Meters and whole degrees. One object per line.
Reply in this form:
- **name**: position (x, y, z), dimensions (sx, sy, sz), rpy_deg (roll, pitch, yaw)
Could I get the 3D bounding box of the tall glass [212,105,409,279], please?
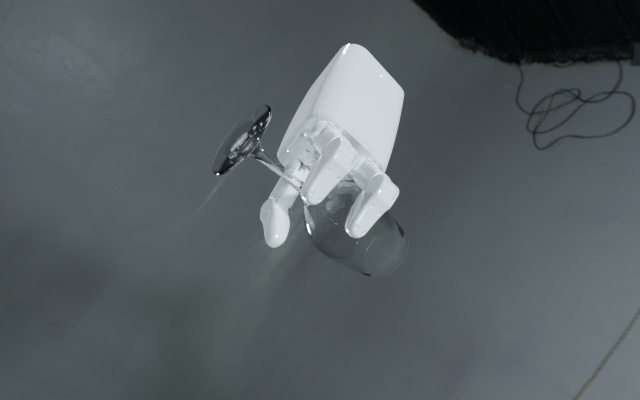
- **tall glass**: position (0.000, 0.001, 0.454), dimensions (0.201, 0.079, 0.079), rpy_deg (39, -21, -29)
